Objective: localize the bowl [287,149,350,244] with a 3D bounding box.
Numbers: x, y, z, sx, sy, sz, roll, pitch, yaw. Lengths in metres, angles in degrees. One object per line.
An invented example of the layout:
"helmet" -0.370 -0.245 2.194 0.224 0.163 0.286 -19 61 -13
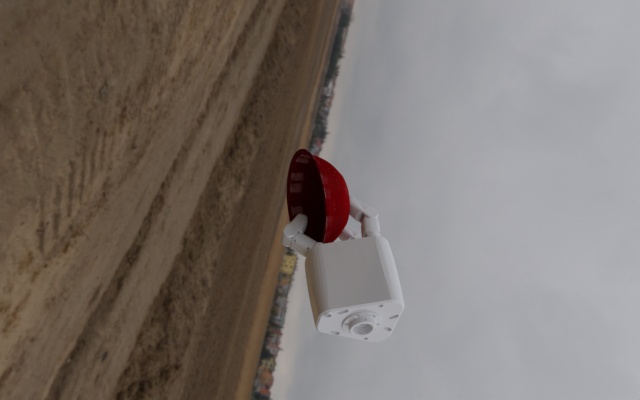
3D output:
"bowl" 0.000 0.001 0.717 0.055 0.162 0.162 -6 2 -23
